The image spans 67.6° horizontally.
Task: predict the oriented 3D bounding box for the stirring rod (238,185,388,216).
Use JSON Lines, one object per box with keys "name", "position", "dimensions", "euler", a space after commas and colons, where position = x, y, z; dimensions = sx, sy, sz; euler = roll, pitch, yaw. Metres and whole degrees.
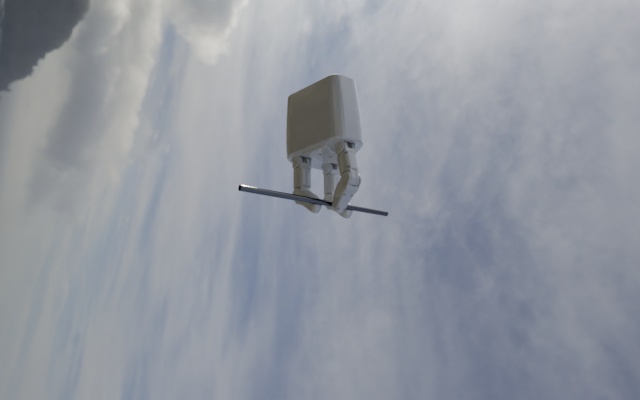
{"name": "stirring rod", "position": [0.000, 0.002, 0.651], "dimensions": [0.239, 0.011, 0.011], "euler": [10, -6, -33]}
